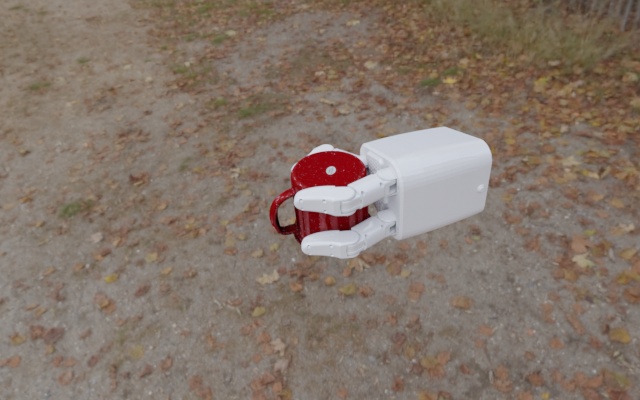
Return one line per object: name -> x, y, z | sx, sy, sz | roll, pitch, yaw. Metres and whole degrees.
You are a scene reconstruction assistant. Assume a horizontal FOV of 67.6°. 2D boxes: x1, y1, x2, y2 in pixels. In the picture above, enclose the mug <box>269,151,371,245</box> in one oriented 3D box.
mug -> -0.001, 0.002, 0.523 | 0.117, 0.082, 0.093 | -16, 38, -13
